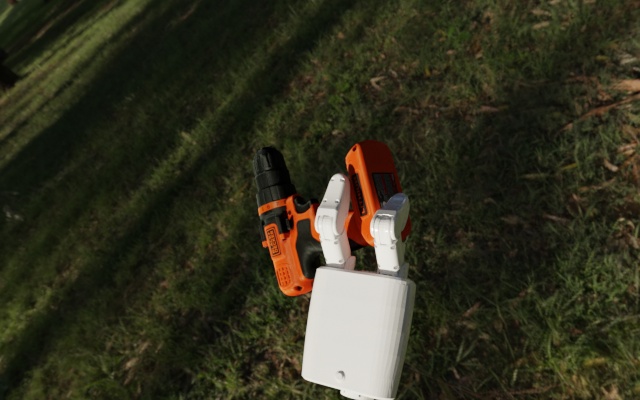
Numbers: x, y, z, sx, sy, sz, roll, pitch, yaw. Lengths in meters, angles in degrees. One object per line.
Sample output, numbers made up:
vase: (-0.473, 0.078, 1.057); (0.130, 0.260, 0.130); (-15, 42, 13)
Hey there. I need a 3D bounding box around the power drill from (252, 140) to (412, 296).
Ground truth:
power drill: (0.000, 0.002, 0.530); (0.057, 0.184, 0.188); (-7, -12, -44)
